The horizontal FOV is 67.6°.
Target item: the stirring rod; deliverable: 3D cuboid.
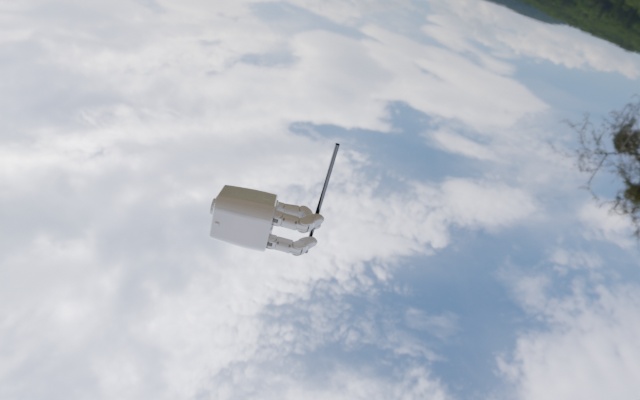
[{"bbox_3d":[0.000,0.003,0.871,0.011,0.240,0.011,12,32,-7],"label":"stirring rod"}]
